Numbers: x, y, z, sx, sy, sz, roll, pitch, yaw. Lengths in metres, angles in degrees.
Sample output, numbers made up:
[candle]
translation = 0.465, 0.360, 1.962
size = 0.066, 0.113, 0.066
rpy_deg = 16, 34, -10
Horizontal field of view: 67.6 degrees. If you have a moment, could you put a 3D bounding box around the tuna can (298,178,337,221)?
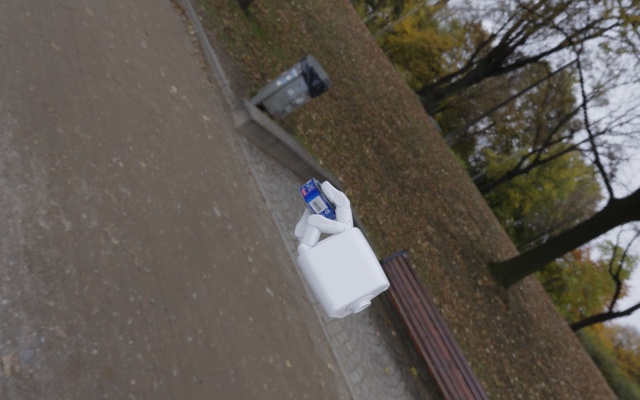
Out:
[tuna can]
translation = 0.001, 0.002, 0.840
size = 0.034, 0.086, 0.086
rpy_deg = -37, -6, 9
